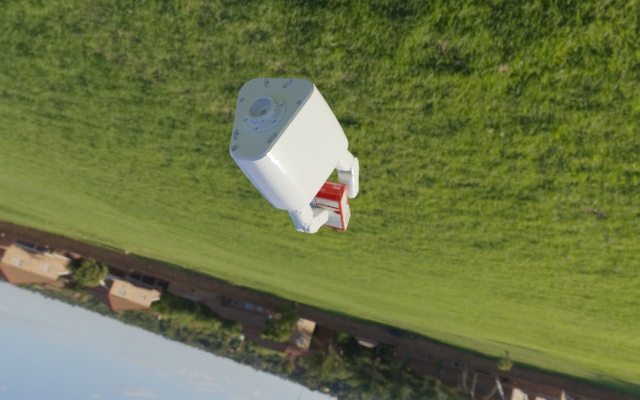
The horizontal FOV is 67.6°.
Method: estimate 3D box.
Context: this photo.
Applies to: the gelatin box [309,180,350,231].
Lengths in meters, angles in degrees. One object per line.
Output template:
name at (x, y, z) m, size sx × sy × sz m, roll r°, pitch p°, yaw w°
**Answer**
gelatin box at (0.000, 0.003, 0.647) m, size 0.073 × 0.030 × 0.089 m, roll 14°, pitch -26°, yaw 15°
